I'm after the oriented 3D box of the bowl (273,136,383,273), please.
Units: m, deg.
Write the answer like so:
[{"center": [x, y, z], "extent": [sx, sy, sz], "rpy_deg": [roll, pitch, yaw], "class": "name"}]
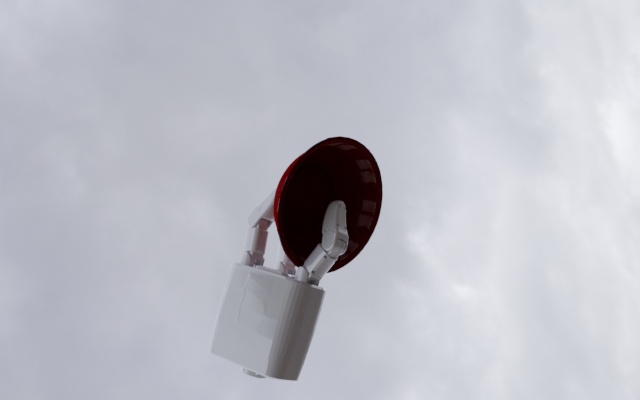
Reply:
[{"center": [0.001, 0.001, 0.566], "extent": [0.162, 0.162, 0.055], "rpy_deg": [0, 13, -41], "class": "bowl"}]
